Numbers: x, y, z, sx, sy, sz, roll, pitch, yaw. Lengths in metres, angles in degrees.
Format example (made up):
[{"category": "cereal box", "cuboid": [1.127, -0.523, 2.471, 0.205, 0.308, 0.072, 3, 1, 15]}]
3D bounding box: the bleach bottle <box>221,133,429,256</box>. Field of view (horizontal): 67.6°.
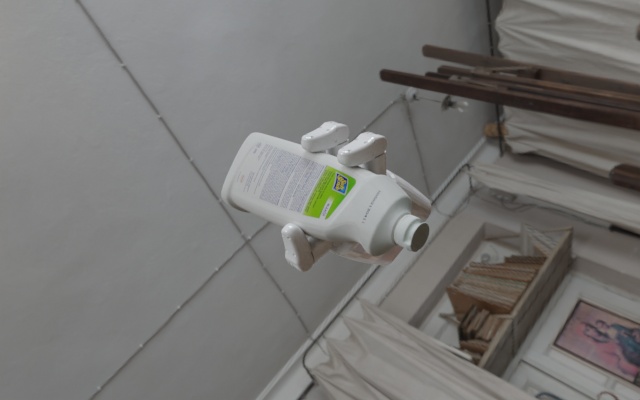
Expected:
[{"category": "bleach bottle", "cuboid": [0.000, 0.002, 0.513, 0.250, 0.102, 0.068, 25, 1, 40]}]
